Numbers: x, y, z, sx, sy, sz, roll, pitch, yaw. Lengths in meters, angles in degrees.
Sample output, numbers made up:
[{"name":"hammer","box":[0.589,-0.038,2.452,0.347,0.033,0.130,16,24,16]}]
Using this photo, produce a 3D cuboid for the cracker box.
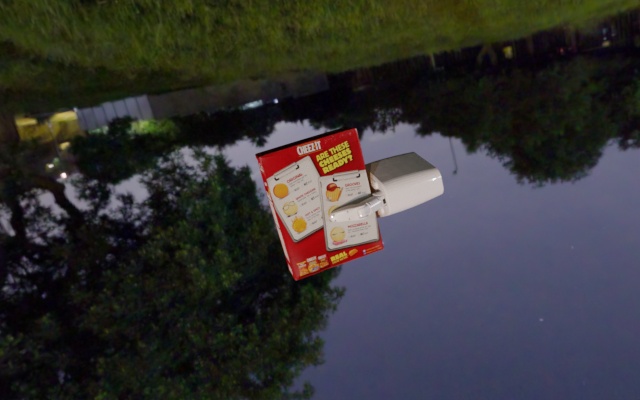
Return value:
[{"name":"cracker box","box":[0.000,0.003,0.796,0.164,0.214,0.072,-18,15,-12]}]
